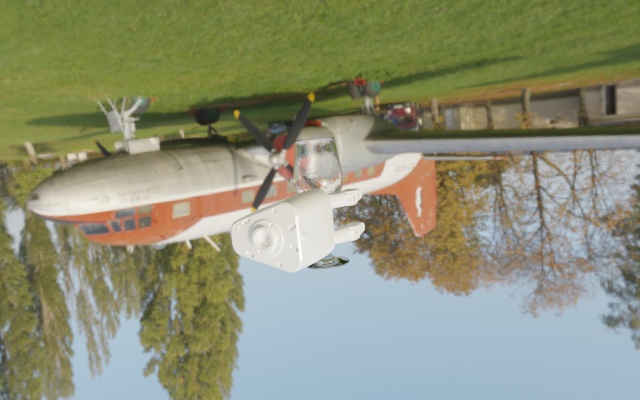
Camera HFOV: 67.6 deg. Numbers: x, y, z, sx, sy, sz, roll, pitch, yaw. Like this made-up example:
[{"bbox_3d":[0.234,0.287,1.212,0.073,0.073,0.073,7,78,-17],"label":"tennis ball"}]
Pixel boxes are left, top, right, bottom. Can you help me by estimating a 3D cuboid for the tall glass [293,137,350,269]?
[{"bbox_3d":[0.000,0.003,0.758,0.079,0.201,0.079,-6,7,1],"label":"tall glass"}]
